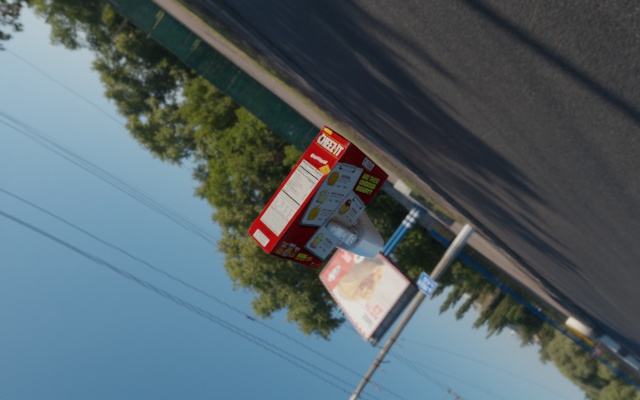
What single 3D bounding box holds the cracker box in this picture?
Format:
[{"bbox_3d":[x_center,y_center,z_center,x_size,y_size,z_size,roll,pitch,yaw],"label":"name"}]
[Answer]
[{"bbox_3d":[0.000,0.003,0.801,0.072,0.214,0.164,39,5,32],"label":"cracker box"}]
